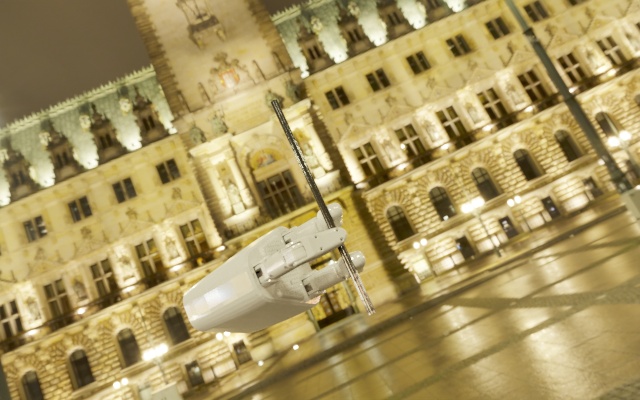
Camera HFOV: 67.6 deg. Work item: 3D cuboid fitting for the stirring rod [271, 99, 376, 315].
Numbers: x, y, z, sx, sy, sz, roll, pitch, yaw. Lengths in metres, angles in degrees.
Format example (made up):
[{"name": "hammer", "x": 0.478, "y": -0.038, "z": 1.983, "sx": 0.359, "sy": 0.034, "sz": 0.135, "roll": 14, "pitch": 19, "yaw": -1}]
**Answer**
[{"name": "stirring rod", "x": 0.000, "y": 0.002, "z": 0.481, "sx": 0.011, "sy": 0.239, "sz": 0.011, "roll": -24, "pitch": -12, "yaw": -5}]
